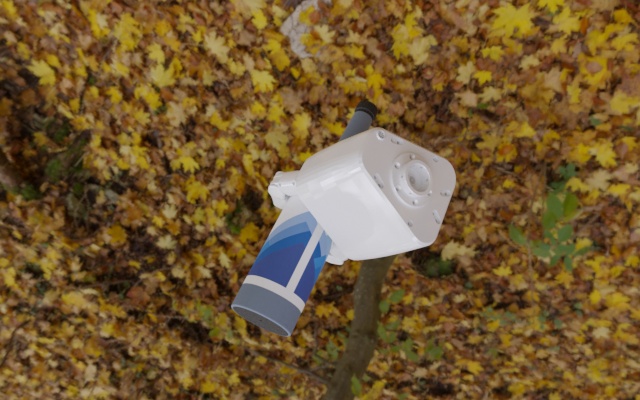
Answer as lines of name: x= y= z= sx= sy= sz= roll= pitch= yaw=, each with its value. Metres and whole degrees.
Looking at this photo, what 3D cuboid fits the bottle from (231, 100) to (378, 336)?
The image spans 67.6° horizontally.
bottle: x=0.000 y=0.002 z=0.538 sx=0.069 sy=0.295 sz=0.069 roll=21 pitch=-26 yaw=11
